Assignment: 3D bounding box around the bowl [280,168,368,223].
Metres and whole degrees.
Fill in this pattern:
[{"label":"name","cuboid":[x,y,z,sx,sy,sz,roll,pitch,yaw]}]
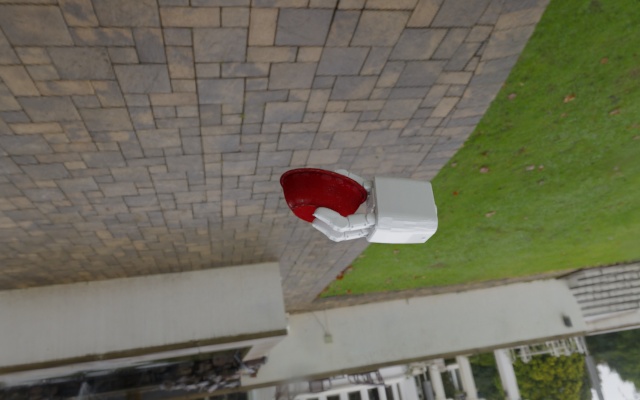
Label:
[{"label":"bowl","cuboid":[-0.001,0.003,0.852,0.162,0.055,0.162,11,-22,4]}]
